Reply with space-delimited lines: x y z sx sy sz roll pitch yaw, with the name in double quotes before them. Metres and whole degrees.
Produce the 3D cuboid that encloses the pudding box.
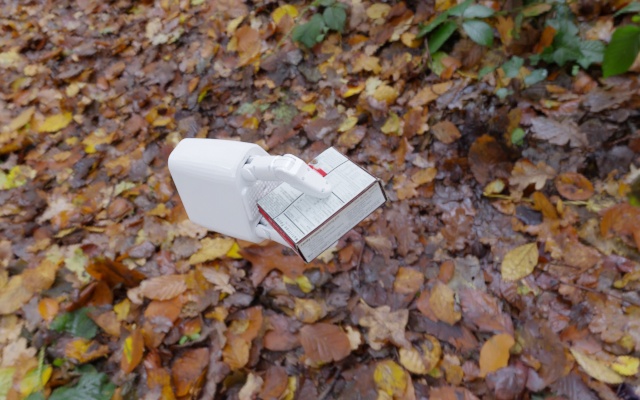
"pudding box" 0.000 0.002 0.510 0.113 0.039 0.090 -39 46 -10
